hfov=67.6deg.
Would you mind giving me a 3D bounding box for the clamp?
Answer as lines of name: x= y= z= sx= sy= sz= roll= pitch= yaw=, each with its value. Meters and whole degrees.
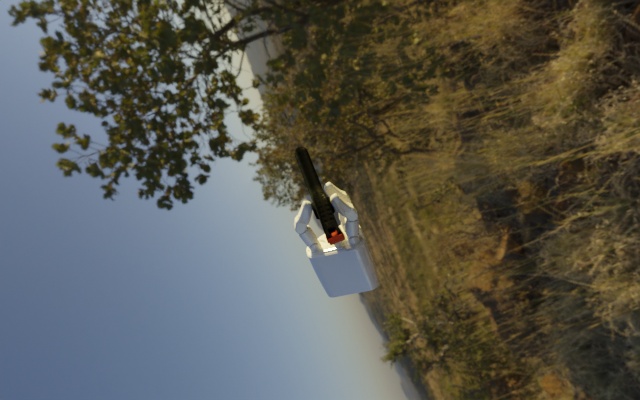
clamp: x=0.000 y=0.003 z=0.839 sx=0.036 sy=0.165 sz=0.210 roll=-22 pitch=26 yaw=0
